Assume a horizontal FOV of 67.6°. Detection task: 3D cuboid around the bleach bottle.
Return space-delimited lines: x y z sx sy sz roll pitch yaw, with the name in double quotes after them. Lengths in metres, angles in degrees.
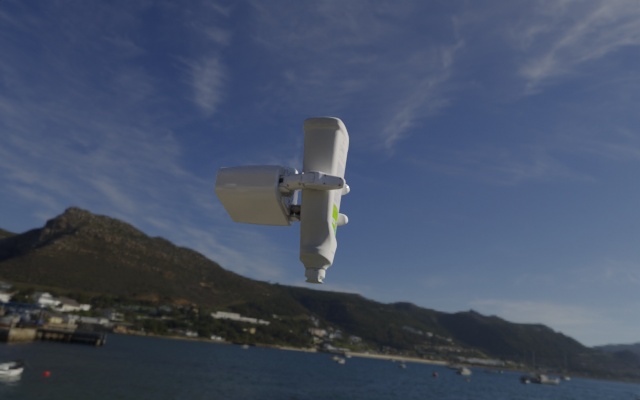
0.000 0.002 0.754 0.068 0.250 0.103 1 -18 15 "bleach bottle"
